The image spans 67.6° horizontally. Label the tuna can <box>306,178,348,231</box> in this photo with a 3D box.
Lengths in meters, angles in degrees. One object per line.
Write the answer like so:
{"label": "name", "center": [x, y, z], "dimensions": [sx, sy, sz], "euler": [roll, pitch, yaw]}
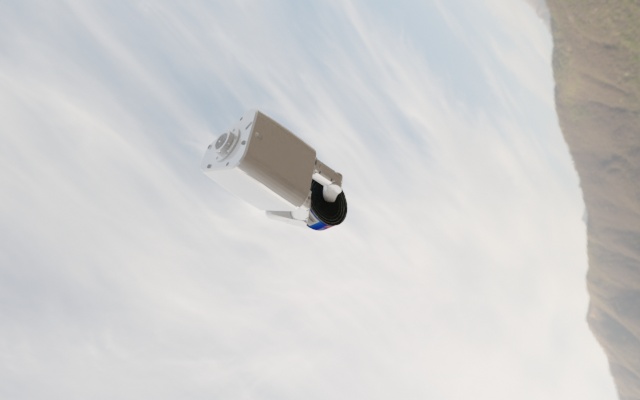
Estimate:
{"label": "tuna can", "center": [0.000, 0.003, 0.728], "dimensions": [0.034, 0.086, 0.086], "euler": [-25, -17, 40]}
